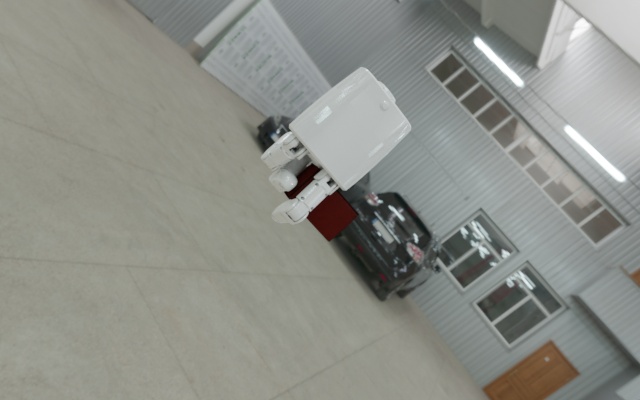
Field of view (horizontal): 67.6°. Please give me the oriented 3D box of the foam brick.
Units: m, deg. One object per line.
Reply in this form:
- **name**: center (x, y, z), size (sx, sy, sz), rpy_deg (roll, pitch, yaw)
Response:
- **foam brick**: center (0.000, 0.002, 0.586), size (0.051, 0.078, 0.053), rpy_deg (-42, 17, -1)
